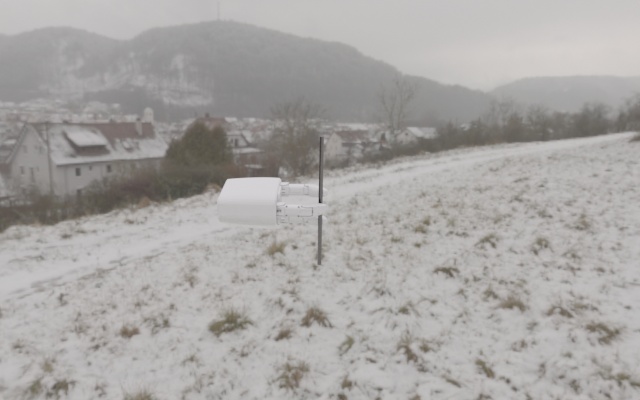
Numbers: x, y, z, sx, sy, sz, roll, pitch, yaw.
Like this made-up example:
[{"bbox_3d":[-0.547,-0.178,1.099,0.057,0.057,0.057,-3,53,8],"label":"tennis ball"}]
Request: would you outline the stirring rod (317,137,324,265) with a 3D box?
[{"bbox_3d":[0.000,0.003,0.887,0.011,0.239,0.011,1,9,0],"label":"stirring rod"}]
